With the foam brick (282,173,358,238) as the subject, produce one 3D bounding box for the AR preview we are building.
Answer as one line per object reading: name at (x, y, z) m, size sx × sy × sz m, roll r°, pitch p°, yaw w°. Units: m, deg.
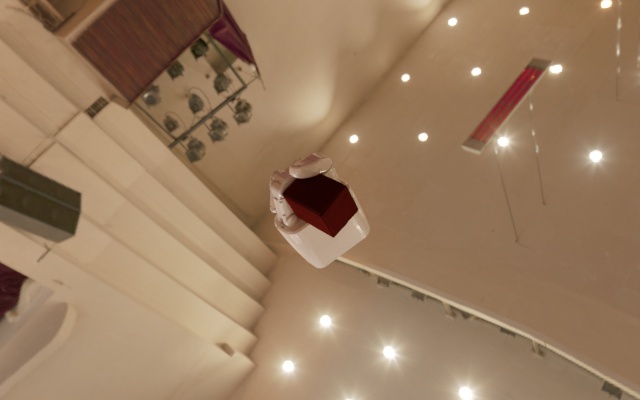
foam brick at (0.000, 0.002, 0.620) m, size 0.078 × 0.053 × 0.051 m, roll 28°, pitch -22°, yaw 42°
